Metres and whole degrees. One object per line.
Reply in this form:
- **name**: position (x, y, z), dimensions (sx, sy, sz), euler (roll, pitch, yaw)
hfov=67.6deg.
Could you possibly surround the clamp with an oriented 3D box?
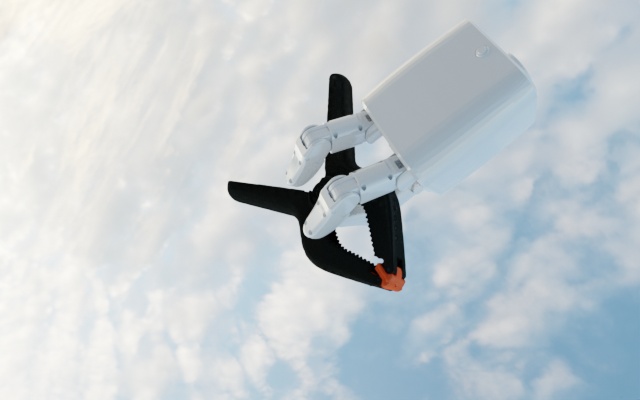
- **clamp**: position (0.001, 0.002, 0.427), dimensions (0.164, 0.210, 0.036), euler (-39, -35, 17)
